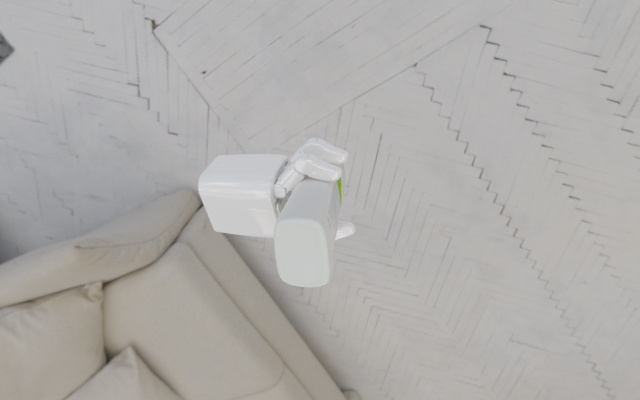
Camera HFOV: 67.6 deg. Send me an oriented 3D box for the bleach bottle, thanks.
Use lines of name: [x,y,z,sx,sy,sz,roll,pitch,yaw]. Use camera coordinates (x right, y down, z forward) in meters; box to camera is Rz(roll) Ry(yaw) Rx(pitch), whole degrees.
bleach bottle: [0.000,0.002,0.662,0.068,0.103,0.250,2,29,11]
